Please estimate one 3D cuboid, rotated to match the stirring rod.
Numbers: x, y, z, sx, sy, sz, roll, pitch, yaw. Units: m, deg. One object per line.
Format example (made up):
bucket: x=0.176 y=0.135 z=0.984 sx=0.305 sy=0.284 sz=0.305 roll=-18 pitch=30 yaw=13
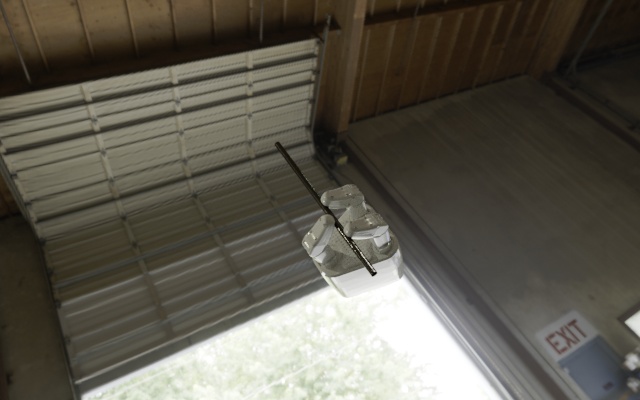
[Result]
stirring rod: x=0.000 y=0.002 z=0.600 sx=0.011 sy=0.011 sz=0.239 roll=0 pitch=42 yaw=-43
